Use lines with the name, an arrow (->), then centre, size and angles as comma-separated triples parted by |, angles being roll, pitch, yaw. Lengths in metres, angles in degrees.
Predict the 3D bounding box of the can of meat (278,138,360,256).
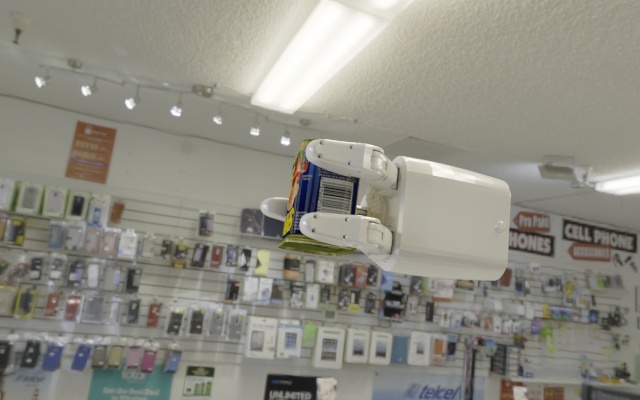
can of meat -> 0.000, 0.001, 0.411 | 0.057, 0.084, 0.102 | 9, -10, -8
